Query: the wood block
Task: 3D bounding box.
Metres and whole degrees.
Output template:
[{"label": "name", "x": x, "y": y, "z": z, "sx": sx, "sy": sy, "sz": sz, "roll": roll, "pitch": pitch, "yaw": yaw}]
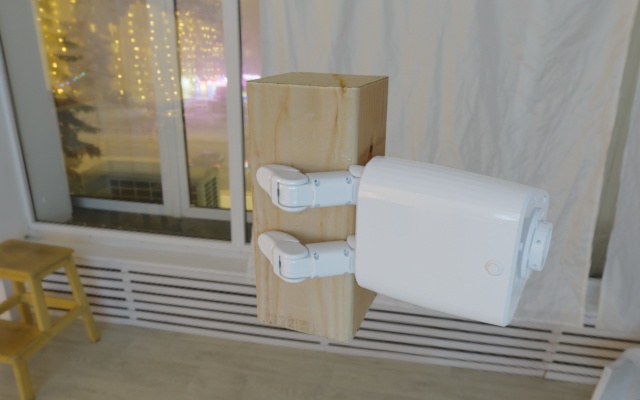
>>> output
[{"label": "wood block", "x": 0.001, "y": 0.001, "z": 0.408, "sx": 0.090, "sy": 0.206, "sz": 0.090, "roll": 8, "pitch": 21, "yaw": 20}]
